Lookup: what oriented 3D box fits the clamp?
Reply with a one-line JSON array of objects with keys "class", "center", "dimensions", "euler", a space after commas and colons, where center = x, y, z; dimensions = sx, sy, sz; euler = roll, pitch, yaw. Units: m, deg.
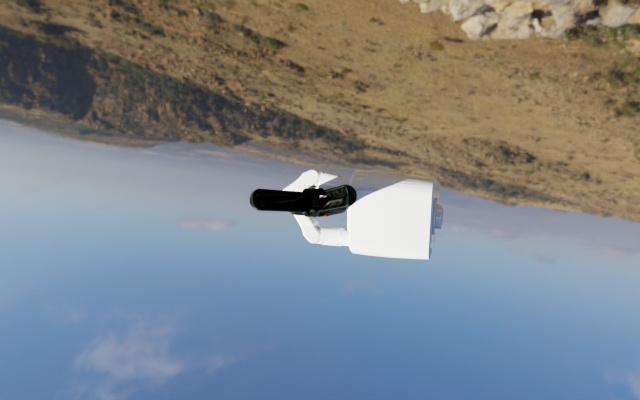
[{"class": "clamp", "center": [0.000, 0.003, 0.594], "dimensions": [0.120, 0.039, 0.171], "euler": [3, -1, 19]}]
